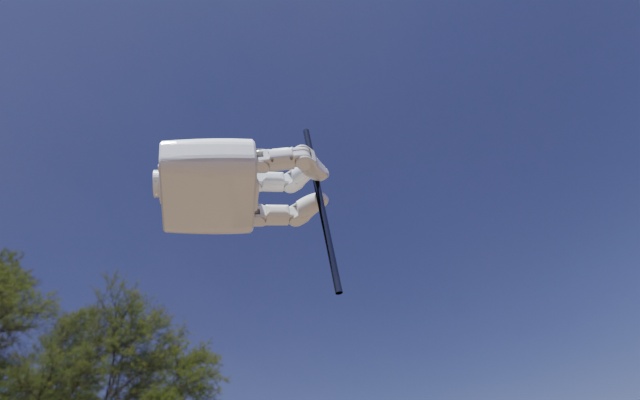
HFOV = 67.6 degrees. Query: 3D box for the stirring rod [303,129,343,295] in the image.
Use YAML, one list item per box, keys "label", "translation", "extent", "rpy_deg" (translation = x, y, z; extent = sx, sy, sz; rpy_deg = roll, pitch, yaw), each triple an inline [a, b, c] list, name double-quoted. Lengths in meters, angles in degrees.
- label: "stirring rod"
  translation: [0.000, 0.002, 0.572]
  extent: [0.011, 0.239, 0.011]
  rpy_deg: [-8, -36, -6]
